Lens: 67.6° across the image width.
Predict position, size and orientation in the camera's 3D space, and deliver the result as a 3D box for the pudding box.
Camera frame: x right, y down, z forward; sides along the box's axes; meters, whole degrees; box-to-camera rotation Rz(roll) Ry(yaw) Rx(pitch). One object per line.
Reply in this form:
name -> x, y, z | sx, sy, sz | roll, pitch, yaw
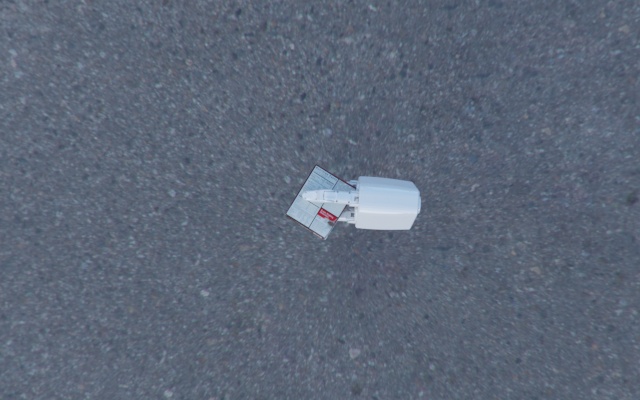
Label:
pudding box -> 0.000, 0.003, 0.880 | 0.090, 0.113, 0.039 | 32, -4, 3
